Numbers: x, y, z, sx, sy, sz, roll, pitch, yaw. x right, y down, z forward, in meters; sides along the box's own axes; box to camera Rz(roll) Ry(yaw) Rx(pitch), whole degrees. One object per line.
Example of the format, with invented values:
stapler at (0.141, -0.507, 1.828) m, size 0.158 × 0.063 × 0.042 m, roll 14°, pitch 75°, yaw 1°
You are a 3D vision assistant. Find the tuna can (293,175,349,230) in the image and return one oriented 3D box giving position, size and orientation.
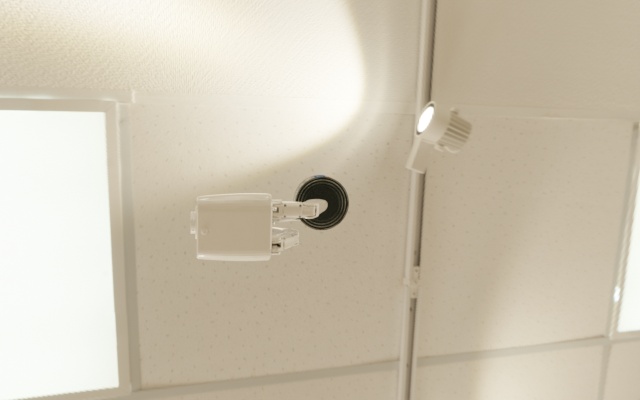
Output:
tuna can at (0.000, 0.002, 0.763) m, size 0.086 × 0.086 × 0.033 m, roll 0°, pitch 9°, yaw -10°
